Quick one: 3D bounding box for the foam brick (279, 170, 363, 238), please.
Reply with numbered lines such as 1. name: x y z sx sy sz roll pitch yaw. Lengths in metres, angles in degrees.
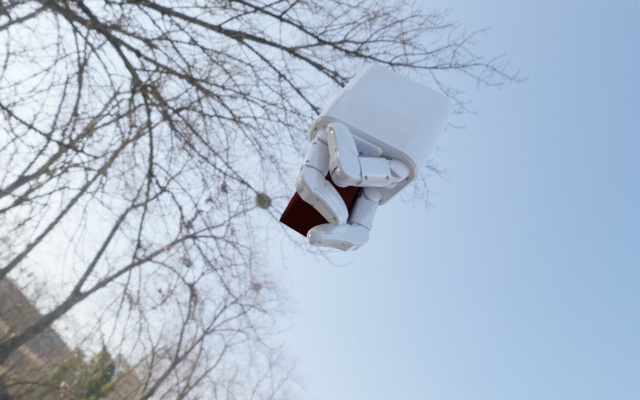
1. foam brick: 0.000 0.002 0.497 0.053 0.051 0.078 32 -31 -7
